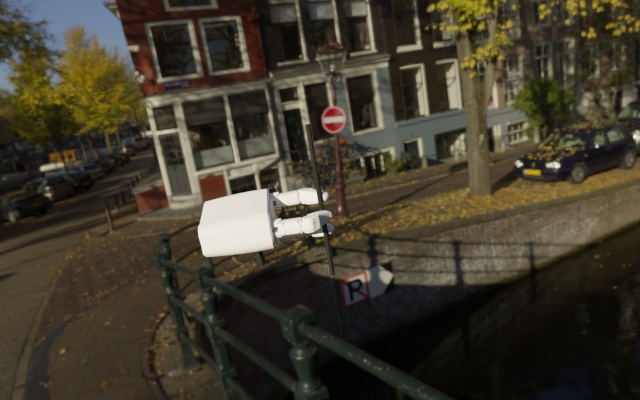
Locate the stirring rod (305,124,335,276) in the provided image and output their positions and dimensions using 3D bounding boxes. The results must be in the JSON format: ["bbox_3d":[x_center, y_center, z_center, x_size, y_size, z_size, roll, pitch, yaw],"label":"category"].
[{"bbox_3d":[0.000,0.003,0.737,0.011,0.239,0.011,-9,12,2],"label":"stirring rod"}]
